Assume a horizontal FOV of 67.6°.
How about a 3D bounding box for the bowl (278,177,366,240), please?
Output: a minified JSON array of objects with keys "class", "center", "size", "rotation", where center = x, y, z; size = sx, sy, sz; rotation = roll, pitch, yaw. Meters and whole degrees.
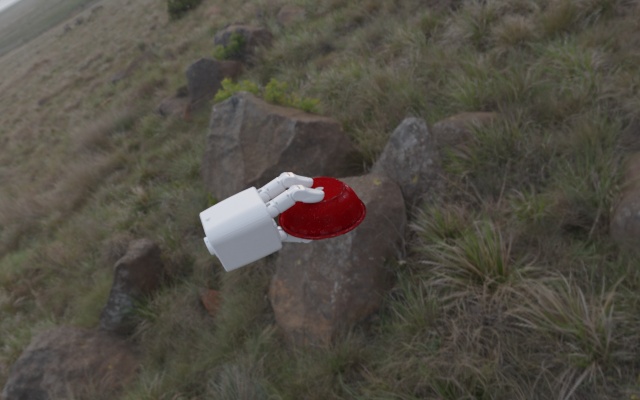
[{"class":"bowl","center":[0.001,0.002,0.858],"size":[0.162,0.055,0.162],"rotation":[-6,30,3]}]
